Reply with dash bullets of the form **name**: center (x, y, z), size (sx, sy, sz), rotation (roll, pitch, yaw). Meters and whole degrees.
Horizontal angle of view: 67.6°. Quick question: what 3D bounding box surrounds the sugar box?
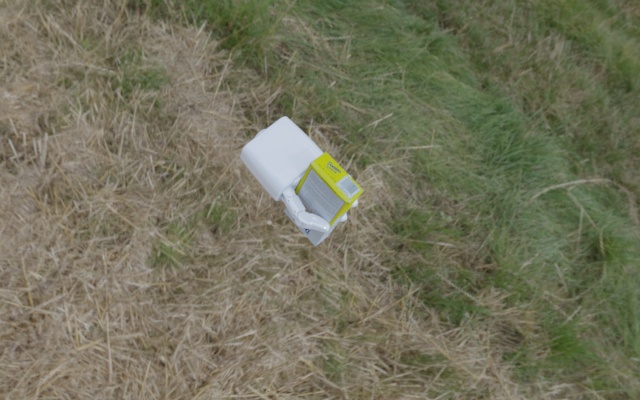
- **sugar box**: center (0.000, 0.002, 0.839), size (0.048, 0.093, 0.176), rotation (-38, -10, -30)
